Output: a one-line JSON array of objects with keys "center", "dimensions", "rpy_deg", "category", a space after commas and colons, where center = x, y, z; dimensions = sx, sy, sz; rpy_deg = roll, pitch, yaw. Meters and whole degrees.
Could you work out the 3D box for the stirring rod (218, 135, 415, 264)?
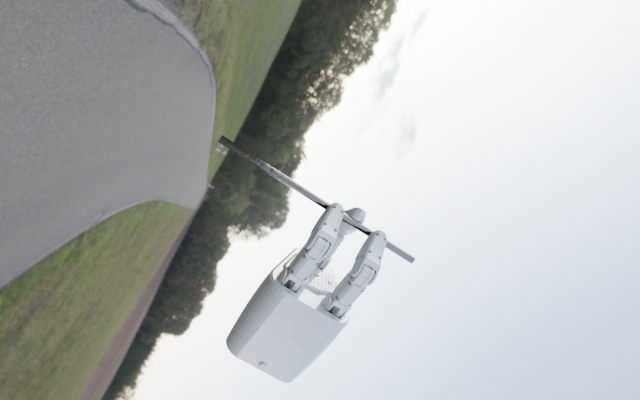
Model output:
[{"center": [0.000, 0.002, 0.496], "dimensions": [0.239, 0.011, 0.011], "rpy_deg": [32, -7, -10], "category": "stirring rod"}]
